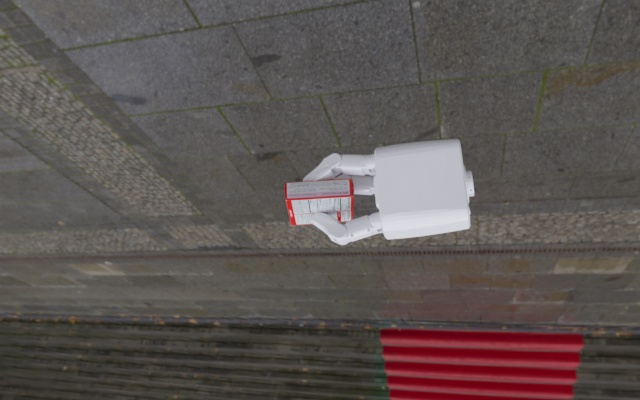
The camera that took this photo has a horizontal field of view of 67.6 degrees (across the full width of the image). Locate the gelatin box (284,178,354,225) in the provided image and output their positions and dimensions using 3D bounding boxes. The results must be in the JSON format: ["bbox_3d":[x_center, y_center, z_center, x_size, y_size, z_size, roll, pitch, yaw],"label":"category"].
[{"bbox_3d":[0.000,0.003,0.635,0.089,0.030,0.073,-4,-29,1],"label":"gelatin box"}]
